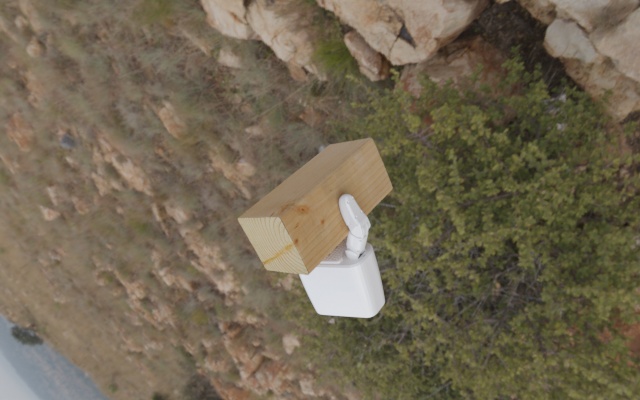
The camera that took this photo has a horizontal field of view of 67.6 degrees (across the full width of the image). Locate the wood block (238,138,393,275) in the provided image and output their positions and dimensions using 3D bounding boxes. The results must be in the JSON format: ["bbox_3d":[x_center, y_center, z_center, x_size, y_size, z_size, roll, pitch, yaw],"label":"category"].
[{"bbox_3d":[0.000,0.003,0.669,0.091,0.090,0.206,-2,31,46],"label":"wood block"}]
